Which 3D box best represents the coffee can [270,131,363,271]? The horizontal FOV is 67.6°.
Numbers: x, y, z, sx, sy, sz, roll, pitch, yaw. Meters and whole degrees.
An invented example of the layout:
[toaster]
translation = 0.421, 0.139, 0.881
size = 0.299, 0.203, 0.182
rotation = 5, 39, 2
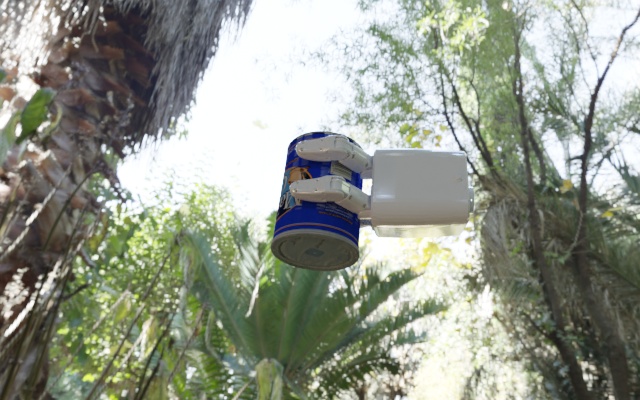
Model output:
[coffee can]
translation = 0.000, 0.002, 0.582
size = 0.103, 0.140, 0.103
rotation = 5, -30, 3
